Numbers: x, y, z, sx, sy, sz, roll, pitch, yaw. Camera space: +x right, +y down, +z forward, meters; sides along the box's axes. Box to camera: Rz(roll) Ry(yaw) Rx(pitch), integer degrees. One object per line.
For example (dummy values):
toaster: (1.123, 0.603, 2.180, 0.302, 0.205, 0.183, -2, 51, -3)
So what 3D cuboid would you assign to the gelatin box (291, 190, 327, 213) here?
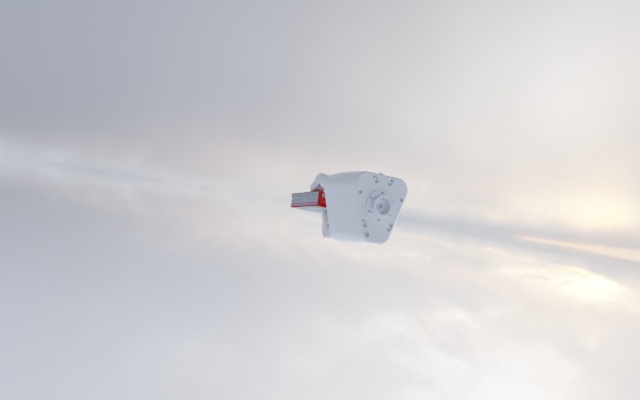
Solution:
gelatin box: (0.000, 0.003, 0.869, 0.073, 0.030, 0.089, 12, -10, -36)
